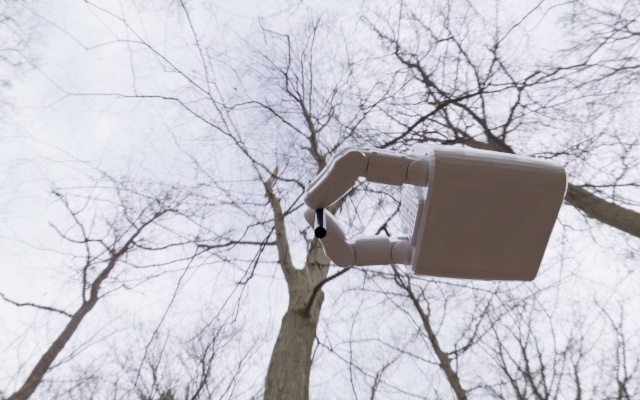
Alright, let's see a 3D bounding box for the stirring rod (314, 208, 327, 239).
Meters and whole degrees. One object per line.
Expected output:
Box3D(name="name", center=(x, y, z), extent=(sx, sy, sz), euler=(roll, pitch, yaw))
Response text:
Box3D(name="stirring rod", center=(0.000, 0.001, 0.422), extent=(0.011, 0.011, 0.239), euler=(0, 9, 0))
